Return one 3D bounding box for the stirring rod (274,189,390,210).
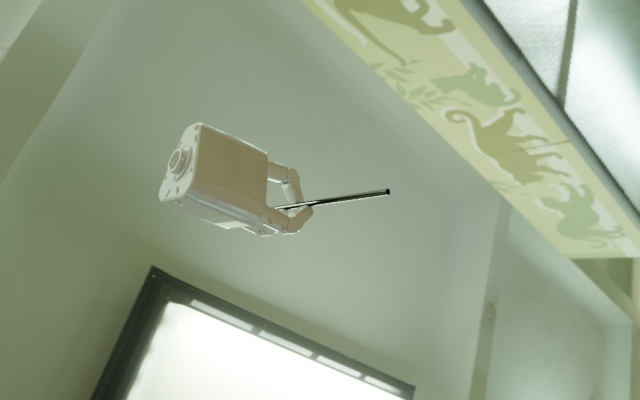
[{"bbox_3d":[0.000,0.002,0.655,0.011,0.011,0.239,0,-6,-42],"label":"stirring rod"}]
